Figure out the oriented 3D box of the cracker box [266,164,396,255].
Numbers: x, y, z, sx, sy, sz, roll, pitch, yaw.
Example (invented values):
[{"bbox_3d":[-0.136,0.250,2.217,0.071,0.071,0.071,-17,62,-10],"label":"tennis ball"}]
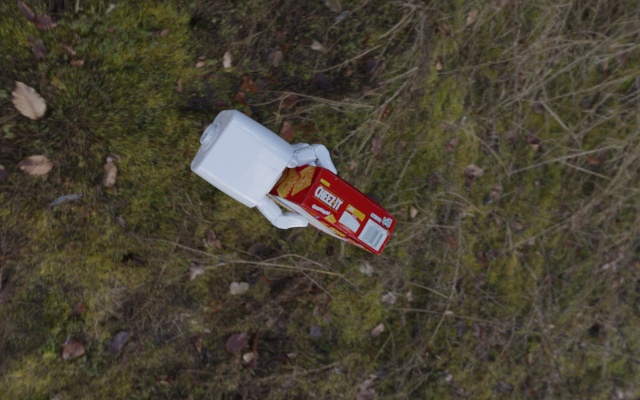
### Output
[{"bbox_3d":[0.000,0.003,0.792,0.164,0.072,0.213,34,-7,-28],"label":"cracker box"}]
